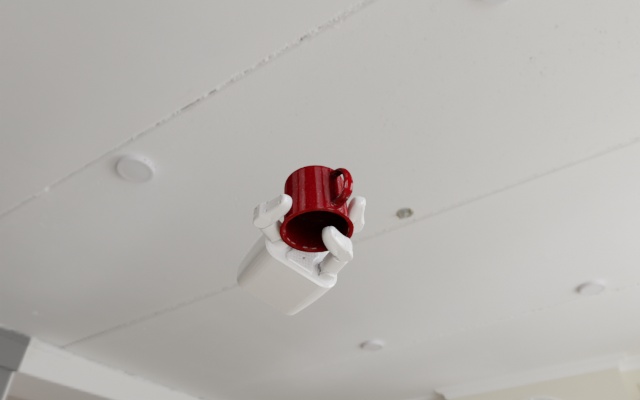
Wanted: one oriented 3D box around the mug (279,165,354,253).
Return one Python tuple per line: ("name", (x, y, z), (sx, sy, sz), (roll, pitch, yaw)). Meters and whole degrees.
("mug", (0.001, 0.001, 0.612), (0.093, 0.081, 0.117), (21, -46, -27))
